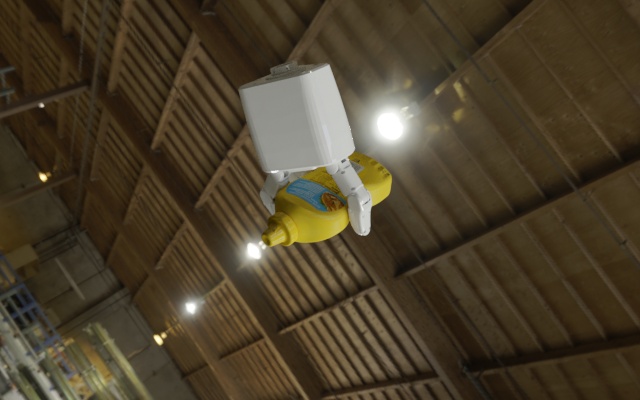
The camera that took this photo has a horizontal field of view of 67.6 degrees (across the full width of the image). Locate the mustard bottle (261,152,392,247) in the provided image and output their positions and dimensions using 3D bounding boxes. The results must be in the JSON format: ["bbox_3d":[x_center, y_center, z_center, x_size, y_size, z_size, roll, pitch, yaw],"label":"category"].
[{"bbox_3d":[0.000,0.002,0.605,0.096,0.058,0.191,29,45,30],"label":"mustard bottle"}]
